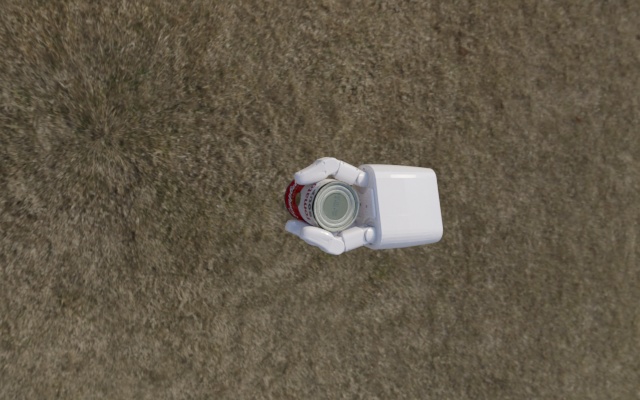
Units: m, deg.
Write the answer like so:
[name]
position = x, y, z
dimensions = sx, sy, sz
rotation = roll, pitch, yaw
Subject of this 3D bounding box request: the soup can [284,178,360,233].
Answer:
[soup can]
position = 0.000, 0.002, 0.644
dimensions = 0.068, 0.068, 0.102
rotation = 0, 7, -25
